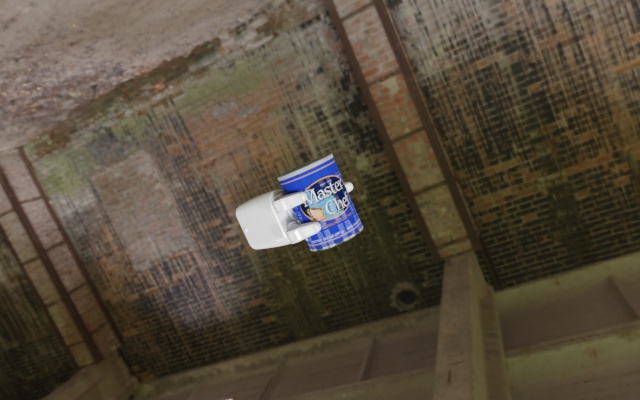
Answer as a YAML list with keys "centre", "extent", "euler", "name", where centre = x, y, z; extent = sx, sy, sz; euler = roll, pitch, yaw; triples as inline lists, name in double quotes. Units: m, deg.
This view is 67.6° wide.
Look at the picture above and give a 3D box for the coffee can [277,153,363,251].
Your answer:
- centre: [0.000, 0.003, 0.825]
  extent: [0.103, 0.140, 0.103]
  euler: [-23, 8, 3]
  name: "coffee can"
